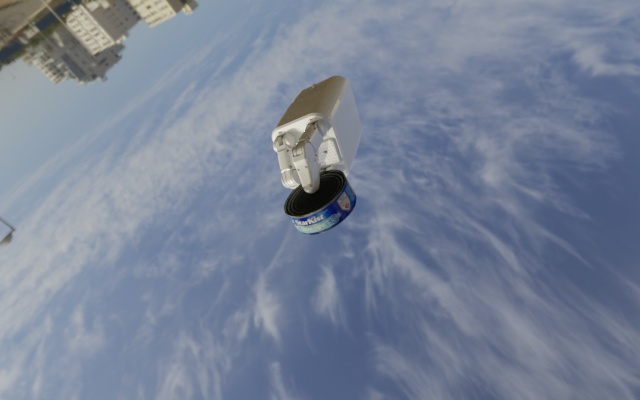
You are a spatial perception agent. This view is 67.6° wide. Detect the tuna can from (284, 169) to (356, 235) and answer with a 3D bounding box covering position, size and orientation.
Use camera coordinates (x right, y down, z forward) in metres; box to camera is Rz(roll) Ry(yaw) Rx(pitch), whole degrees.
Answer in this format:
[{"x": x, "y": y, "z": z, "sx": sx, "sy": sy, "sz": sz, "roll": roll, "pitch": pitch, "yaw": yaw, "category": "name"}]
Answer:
[{"x": 0.000, "y": 0.002, "z": 0.585, "sx": 0.086, "sy": 0.034, "sz": 0.086, "roll": -25, "pitch": 29, "yaw": 15, "category": "tuna can"}]
